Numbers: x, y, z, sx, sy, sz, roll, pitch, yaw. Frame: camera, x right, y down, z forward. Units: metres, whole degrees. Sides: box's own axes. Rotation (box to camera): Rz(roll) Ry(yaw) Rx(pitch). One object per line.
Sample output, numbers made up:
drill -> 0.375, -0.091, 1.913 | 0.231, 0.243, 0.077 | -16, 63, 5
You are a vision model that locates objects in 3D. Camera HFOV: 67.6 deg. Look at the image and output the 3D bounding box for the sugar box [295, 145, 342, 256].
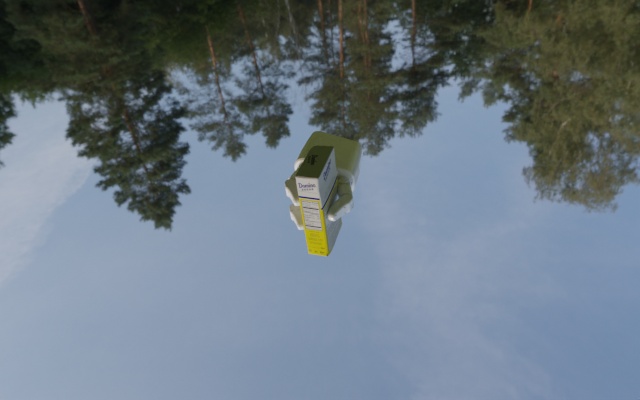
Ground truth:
sugar box -> 0.000, 0.003, 0.823 | 0.048, 0.176, 0.093 | 5, 40, 18
